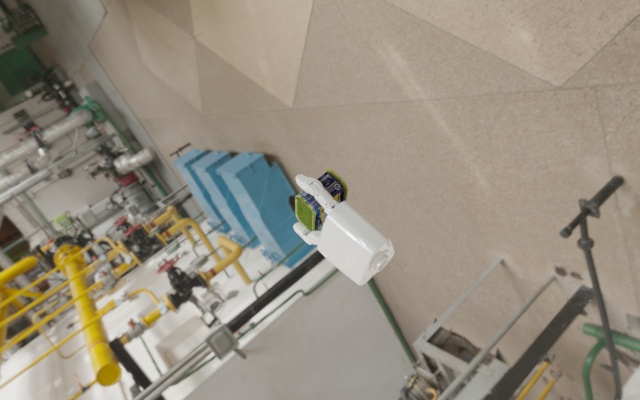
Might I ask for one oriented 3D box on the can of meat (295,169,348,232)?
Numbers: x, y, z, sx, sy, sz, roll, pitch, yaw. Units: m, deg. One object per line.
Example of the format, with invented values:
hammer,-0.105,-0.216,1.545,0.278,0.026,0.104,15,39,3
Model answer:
can of meat,0.000,0.003,0.894,0.084,0.057,0.102,-39,-22,-21
